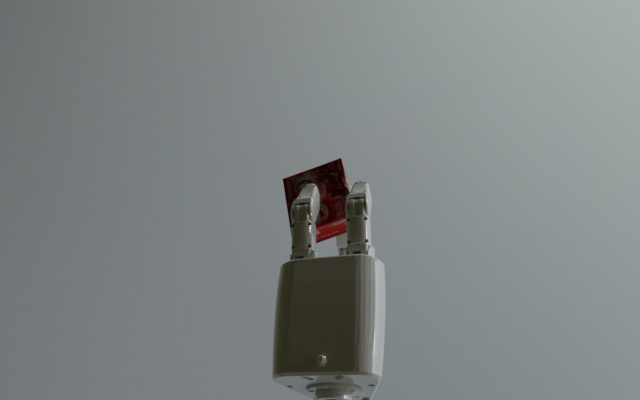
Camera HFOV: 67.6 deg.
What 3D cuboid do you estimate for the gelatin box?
[{"bbox_3d":[0.000,0.002,0.528,0.073,0.089,0.030,-19,-43,9],"label":"gelatin box"}]
